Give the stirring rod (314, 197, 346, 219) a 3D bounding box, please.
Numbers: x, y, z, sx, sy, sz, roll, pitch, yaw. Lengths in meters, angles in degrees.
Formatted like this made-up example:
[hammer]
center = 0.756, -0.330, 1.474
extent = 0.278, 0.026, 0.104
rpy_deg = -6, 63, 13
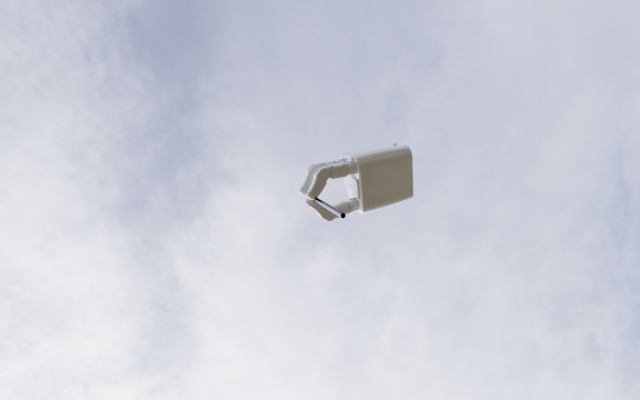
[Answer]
[stirring rod]
center = 0.000, 0.003, 0.785
extent = 0.011, 0.011, 0.239
rpy_deg = 0, 9, -15
